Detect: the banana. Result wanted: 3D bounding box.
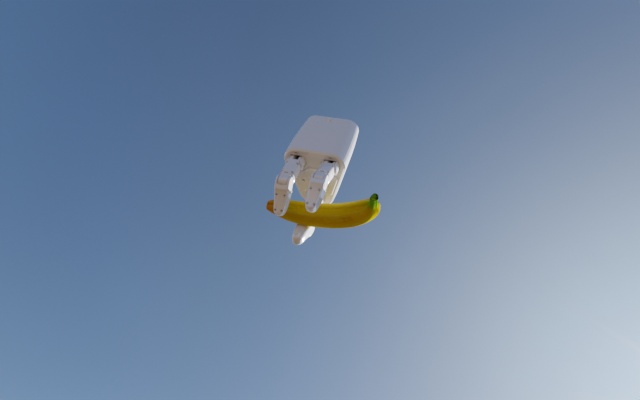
[{"bbox_3d":[0.012,0.014,0.708,0.198,0.037,0.070,-6,-44,34],"label":"banana"}]
